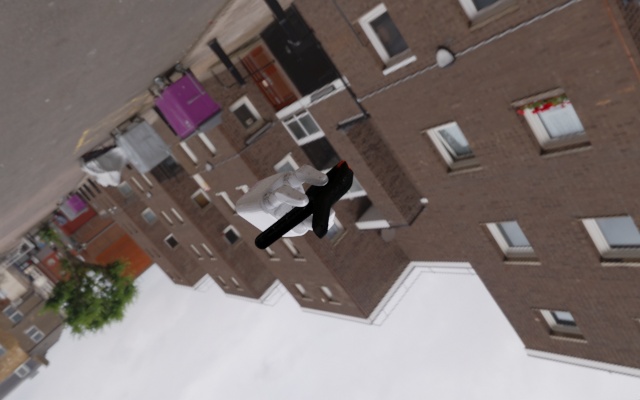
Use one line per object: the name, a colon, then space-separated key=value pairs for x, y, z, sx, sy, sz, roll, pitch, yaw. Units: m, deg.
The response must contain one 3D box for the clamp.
clamp: x=0.001 y=0.003 z=0.780 sx=0.164 sy=0.036 sz=0.210 roll=-8 pitch=32 yaw=53
